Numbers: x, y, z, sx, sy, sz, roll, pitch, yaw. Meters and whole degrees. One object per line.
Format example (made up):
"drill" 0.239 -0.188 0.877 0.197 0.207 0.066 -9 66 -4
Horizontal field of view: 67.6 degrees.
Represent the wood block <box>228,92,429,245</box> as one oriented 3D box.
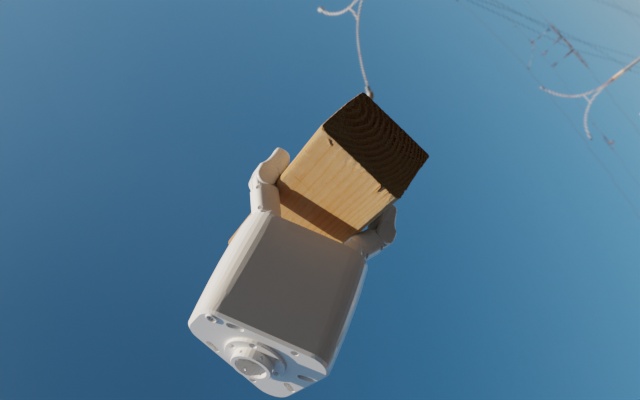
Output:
"wood block" 0.000 0.002 0.490 0.206 0.091 0.090 -45 1 43
